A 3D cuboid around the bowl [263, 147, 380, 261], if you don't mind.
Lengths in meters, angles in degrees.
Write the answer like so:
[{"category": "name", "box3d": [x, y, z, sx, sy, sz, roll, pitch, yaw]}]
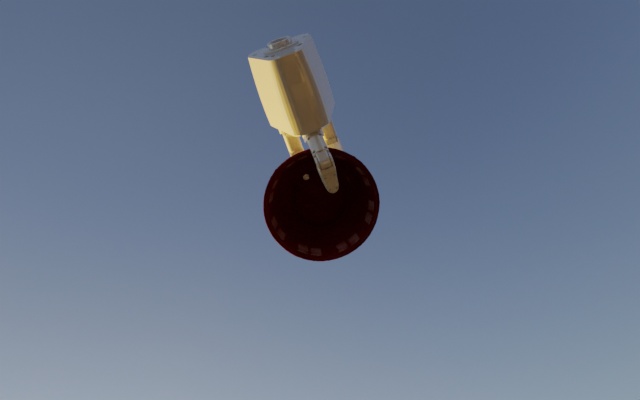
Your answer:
[{"category": "bowl", "box3d": [0.000, 0.003, 0.683, 0.162, 0.162, 0.055, 0, 12, -5]}]
